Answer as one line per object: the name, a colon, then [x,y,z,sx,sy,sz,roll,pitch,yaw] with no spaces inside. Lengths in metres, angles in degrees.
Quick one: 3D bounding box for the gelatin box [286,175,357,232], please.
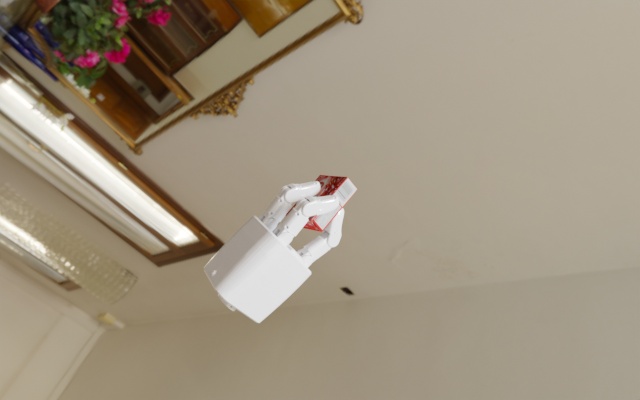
gelatin box: [0.001,0.002,0.706,0.030,0.089,0.073,51,-22,-26]
